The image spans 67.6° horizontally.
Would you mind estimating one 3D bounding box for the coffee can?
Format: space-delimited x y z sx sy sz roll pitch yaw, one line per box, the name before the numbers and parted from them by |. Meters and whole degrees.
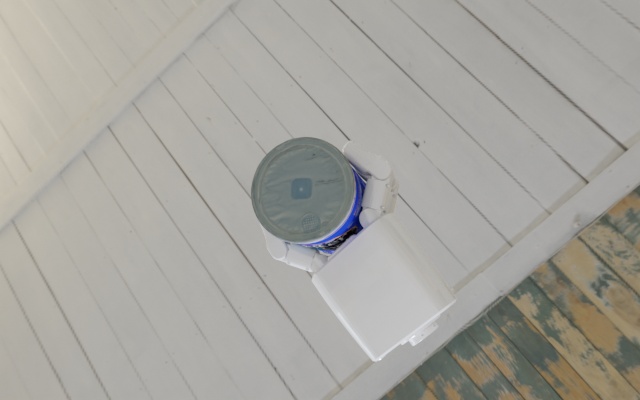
coffee can | 0.000 0.002 0.514 0.103 0.103 0.140 0 -10 16
